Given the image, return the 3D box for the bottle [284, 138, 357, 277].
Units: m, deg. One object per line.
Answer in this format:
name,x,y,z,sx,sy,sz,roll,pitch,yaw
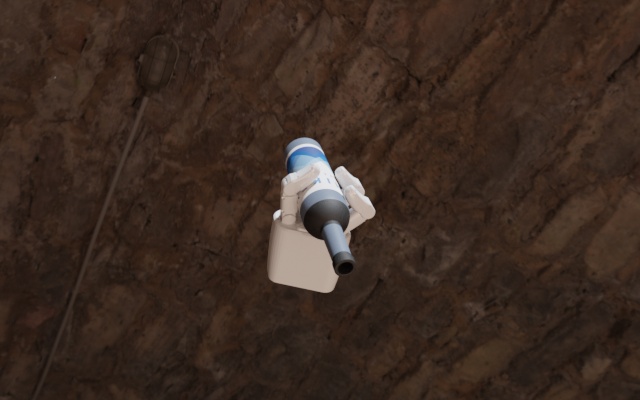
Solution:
bottle,0.000,0.002,0.685,0.069,0.069,0.295,0,32,-14
